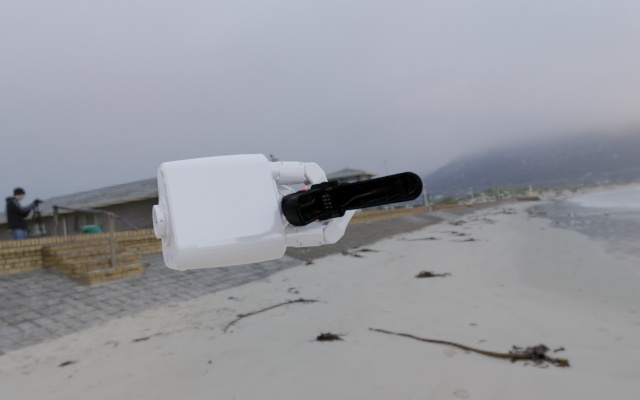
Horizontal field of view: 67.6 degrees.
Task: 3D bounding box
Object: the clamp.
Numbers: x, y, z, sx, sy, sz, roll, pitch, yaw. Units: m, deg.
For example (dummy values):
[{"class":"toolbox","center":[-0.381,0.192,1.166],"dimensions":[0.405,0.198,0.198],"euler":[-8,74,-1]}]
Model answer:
[{"class":"clamp","center":[0.000,0.001,0.448],"dimensions":[0.120,0.039,0.171],"euler":[-6,-2,-27]}]
